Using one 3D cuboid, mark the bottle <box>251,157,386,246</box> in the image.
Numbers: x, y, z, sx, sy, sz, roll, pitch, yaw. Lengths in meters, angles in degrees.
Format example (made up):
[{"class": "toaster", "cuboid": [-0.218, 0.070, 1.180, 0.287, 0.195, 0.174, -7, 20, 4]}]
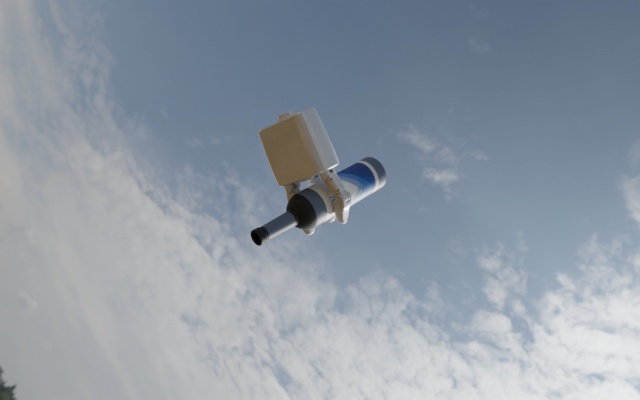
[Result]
[{"class": "bottle", "cuboid": [0.000, 0.003, 0.838, 0.295, 0.069, 0.069, -29, 19, -38]}]
